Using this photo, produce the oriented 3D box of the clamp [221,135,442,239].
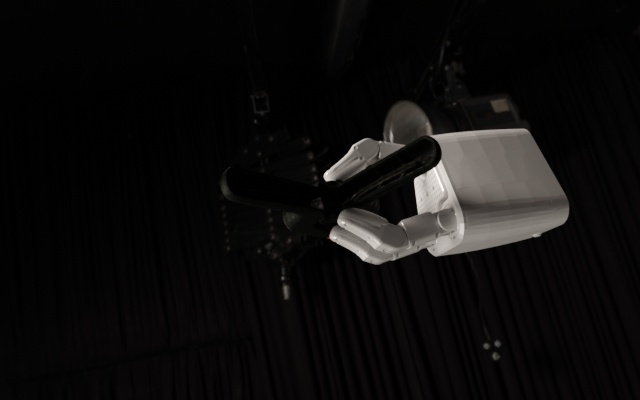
[{"bbox_3d":[0.000,0.001,0.434,0.164,0.036,0.210,-6,-17,-8],"label":"clamp"}]
